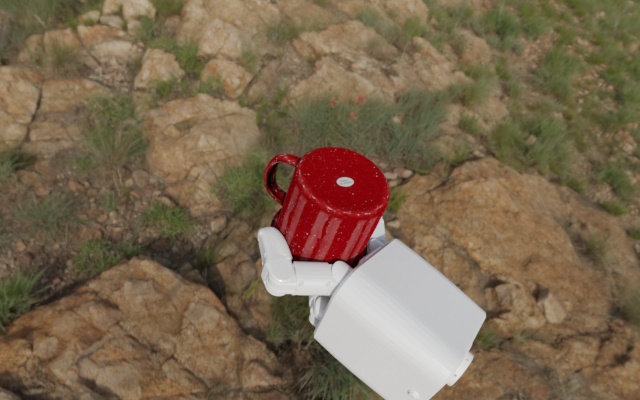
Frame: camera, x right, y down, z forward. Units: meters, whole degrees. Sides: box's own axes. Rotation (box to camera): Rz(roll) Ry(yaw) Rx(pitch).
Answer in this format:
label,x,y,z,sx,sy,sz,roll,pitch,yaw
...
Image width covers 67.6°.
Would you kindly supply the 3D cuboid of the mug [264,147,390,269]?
label,x,y,z,sx,sy,sz,roll,pitch,yaw
mug,-0.001,0.000,0.415,0.117,0.082,0.093,37,47,15
